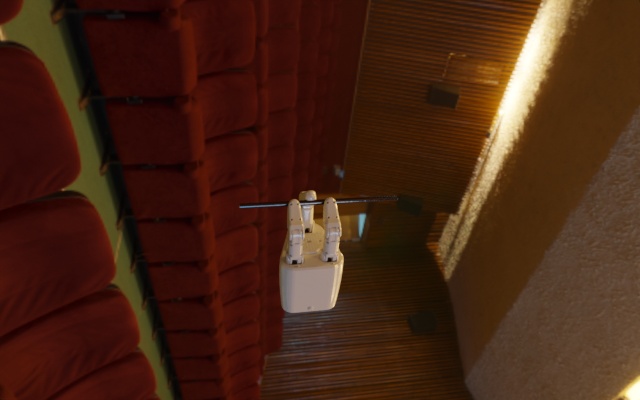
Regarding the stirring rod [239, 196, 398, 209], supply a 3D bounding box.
[{"bbox_3d":[0.000,0.002,0.718,0.239,0.011,0.011,-3,0,-10],"label":"stirring rod"}]
